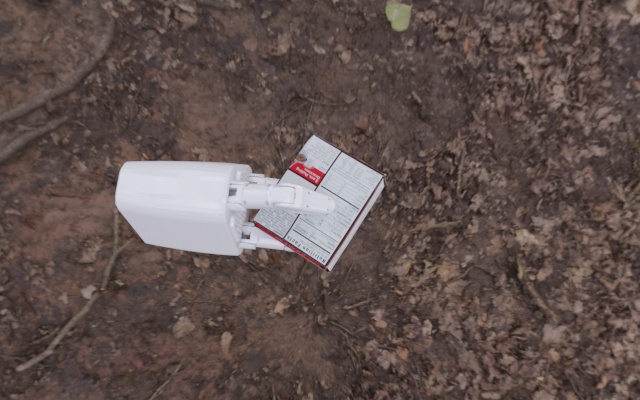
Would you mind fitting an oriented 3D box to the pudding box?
[{"bbox_3d":[0.000,0.002,0.480,0.090,0.113,0.039,32,-8,12],"label":"pudding box"}]
